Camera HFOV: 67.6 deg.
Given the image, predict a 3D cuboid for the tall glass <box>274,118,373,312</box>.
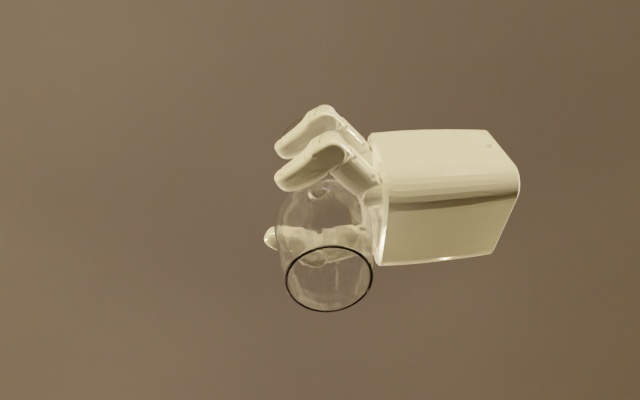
[{"bbox_3d":[0.000,0.001,0.413,0.079,0.079,0.201,0,33,-4],"label":"tall glass"}]
